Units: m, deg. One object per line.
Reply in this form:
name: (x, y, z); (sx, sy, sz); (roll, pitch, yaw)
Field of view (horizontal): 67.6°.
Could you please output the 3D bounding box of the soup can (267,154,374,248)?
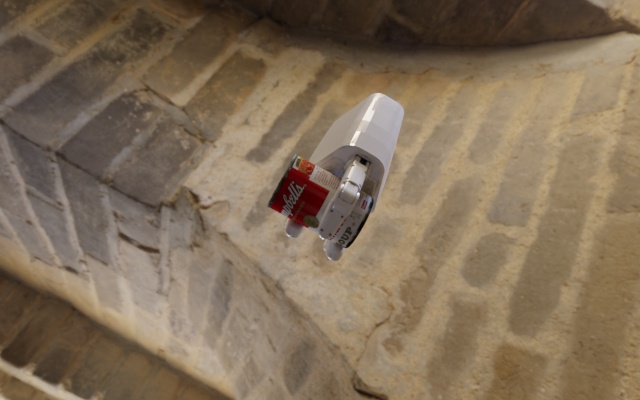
soup can: (0.000, 0.002, 0.538); (0.102, 0.068, 0.068); (29, -2, -4)
